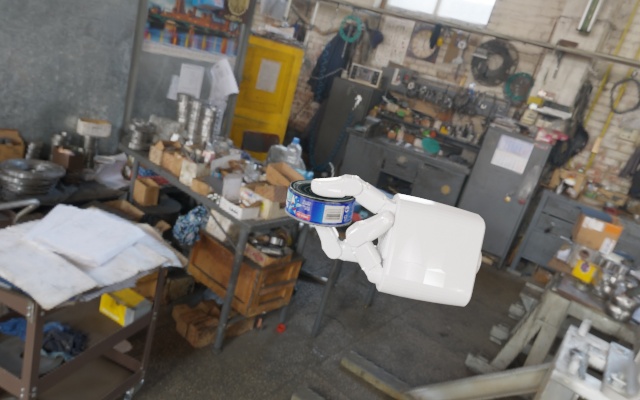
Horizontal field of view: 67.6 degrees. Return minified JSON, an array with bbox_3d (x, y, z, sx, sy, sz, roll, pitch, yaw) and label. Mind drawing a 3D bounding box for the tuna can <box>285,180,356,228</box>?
[{"bbox_3d":[0.000,0.001,0.594,0.086,0.034,0.086,9,18,-3],"label":"tuna can"}]
